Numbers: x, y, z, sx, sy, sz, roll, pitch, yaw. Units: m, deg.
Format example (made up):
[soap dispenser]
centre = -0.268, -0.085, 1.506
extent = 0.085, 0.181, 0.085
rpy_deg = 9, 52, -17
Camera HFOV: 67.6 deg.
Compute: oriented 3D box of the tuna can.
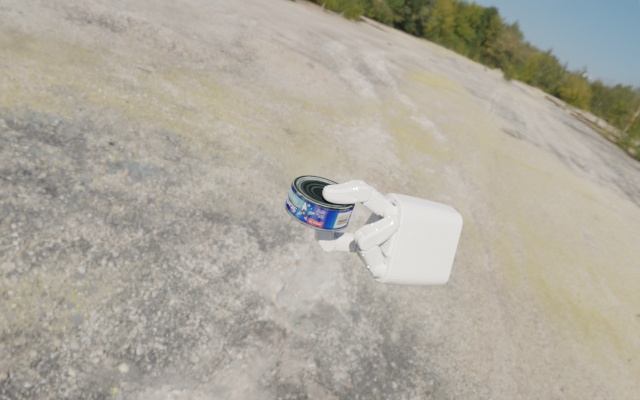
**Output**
[tuna can]
centre = 0.000, 0.001, 0.604
extent = 0.086, 0.034, 0.086
rpy_deg = 16, 26, -8
